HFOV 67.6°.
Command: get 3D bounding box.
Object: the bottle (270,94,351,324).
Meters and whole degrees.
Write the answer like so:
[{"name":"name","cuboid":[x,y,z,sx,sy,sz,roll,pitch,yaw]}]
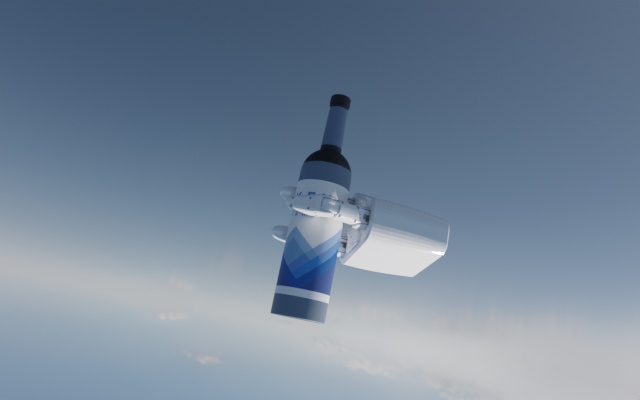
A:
[{"name":"bottle","cuboid":[0.000,0.002,0.608,0.069,0.295,0.069,11,-15,3]}]
